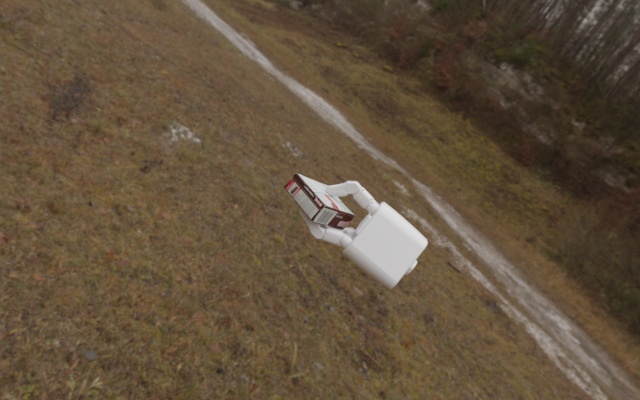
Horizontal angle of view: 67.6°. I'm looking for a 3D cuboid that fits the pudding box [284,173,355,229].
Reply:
[{"bbox_3d":[0.000,0.003,0.844,0.090,0.039,0.113,48,14,29],"label":"pudding box"}]
